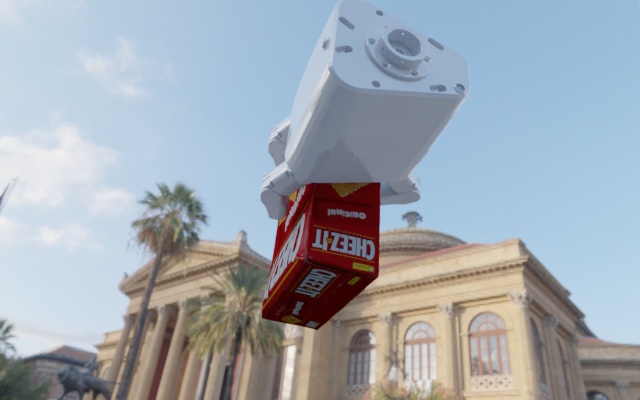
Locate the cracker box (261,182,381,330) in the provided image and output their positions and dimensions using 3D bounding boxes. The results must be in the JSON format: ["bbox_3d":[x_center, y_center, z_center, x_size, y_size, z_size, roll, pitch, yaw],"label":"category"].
[{"bbox_3d":[0.000,0.001,0.485,0.072,0.213,0.164,14,-33,-12],"label":"cracker box"}]
